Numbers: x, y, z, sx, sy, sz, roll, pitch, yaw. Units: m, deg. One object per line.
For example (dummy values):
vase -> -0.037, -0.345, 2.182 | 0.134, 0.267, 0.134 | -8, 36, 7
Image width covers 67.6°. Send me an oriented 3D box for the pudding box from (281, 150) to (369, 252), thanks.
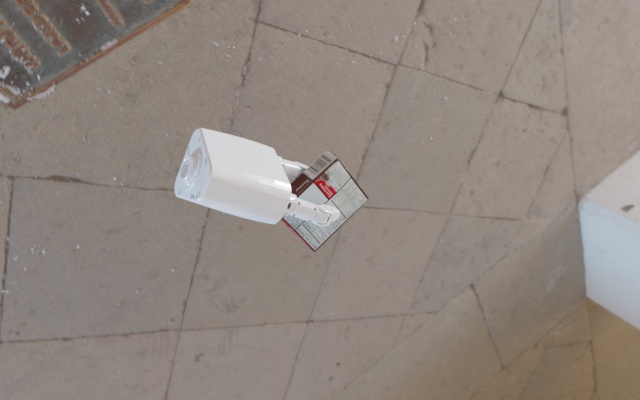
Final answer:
pudding box -> 0.000, 0.002, 0.660 | 0.090, 0.113, 0.039 | 50, -5, -35
